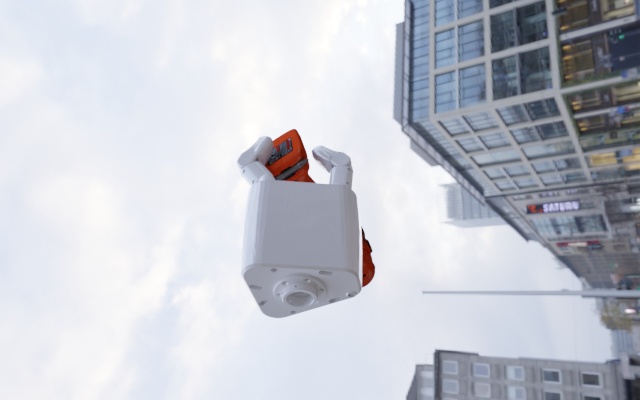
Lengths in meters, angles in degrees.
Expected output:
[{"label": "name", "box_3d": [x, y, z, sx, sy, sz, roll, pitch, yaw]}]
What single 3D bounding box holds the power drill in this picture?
[{"label": "power drill", "box_3d": [0.000, 0.002, 0.611, 0.057, 0.188, 0.184, -34, 23, 7]}]
